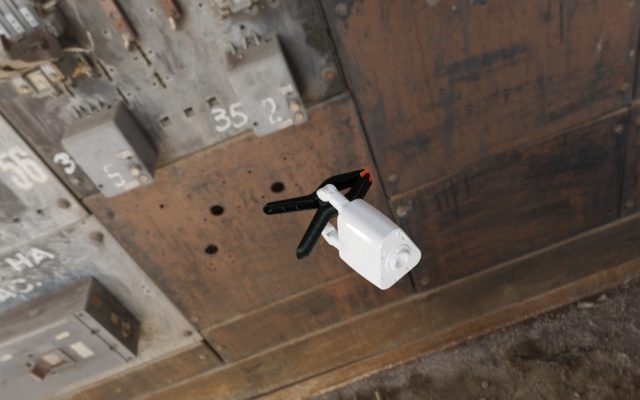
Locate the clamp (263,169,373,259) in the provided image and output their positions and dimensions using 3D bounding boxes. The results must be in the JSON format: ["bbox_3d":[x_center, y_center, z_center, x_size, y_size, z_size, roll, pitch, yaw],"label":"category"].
[{"bbox_3d":[0.000,0.002,0.883,0.210,0.036,0.164,-37,44,-15],"label":"clamp"}]
